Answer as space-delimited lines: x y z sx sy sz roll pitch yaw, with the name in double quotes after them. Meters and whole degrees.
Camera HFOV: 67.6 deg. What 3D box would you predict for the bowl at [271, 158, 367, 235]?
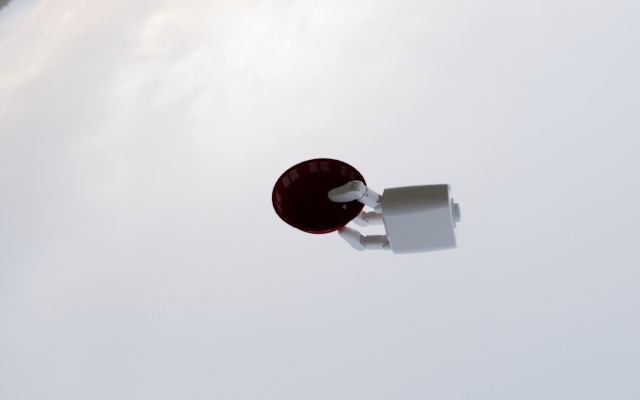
-0.001 0.003 0.812 0.162 0.162 0.055 0 -40 6 "bowl"
